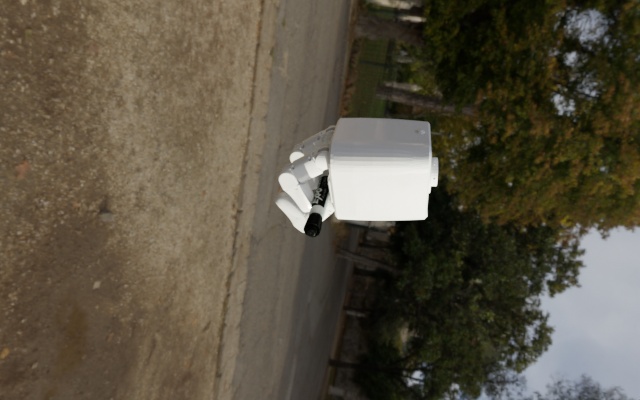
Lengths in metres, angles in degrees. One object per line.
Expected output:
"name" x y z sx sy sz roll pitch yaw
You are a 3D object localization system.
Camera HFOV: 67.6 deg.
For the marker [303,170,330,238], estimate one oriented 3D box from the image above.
"marker" 0.000 0.002 0.546 0.020 0.020 0.121 0 33 11
